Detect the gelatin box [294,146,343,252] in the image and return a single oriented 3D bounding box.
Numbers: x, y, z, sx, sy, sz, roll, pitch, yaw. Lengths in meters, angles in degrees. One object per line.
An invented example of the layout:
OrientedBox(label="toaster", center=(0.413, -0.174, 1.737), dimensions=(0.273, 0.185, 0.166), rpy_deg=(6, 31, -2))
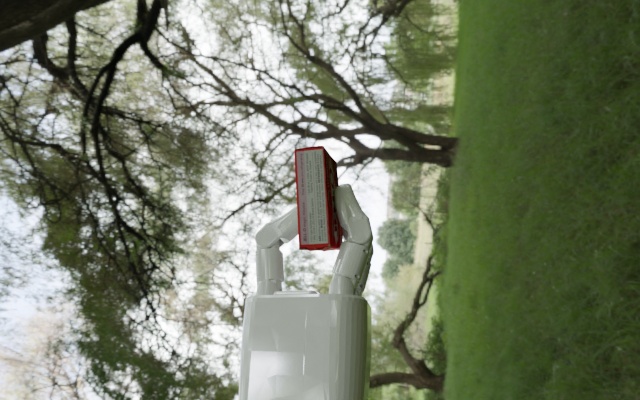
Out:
OrientedBox(label="gelatin box", center=(0.000, 0.001, 0.435), dimensions=(0.030, 0.089, 0.073), rpy_deg=(-5, -7, 10))
